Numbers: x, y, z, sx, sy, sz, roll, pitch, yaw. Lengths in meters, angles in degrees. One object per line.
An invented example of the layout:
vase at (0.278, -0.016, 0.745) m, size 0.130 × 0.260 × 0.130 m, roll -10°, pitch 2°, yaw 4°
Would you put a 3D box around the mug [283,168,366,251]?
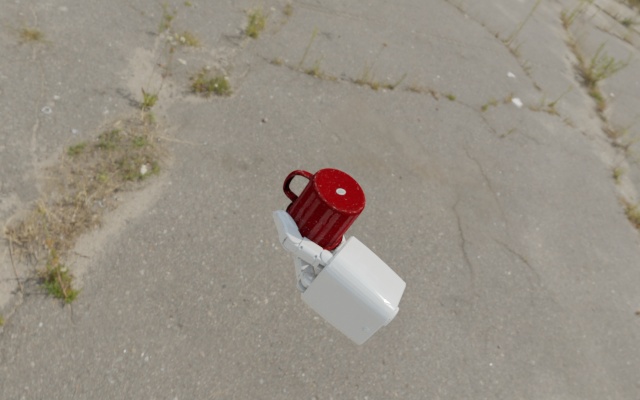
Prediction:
mug at (-0.001, 0.001, 0.659) m, size 0.093 × 0.117 × 0.081 m, roll -44°, pitch -8°, yaw -49°
